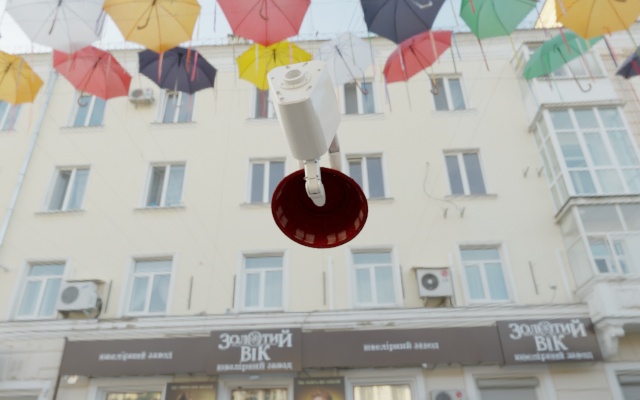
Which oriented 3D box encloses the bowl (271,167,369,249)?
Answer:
[{"bbox_3d":[0.000,0.004,0.809,0.162,0.162,0.055,0,32,5],"label":"bowl"}]
